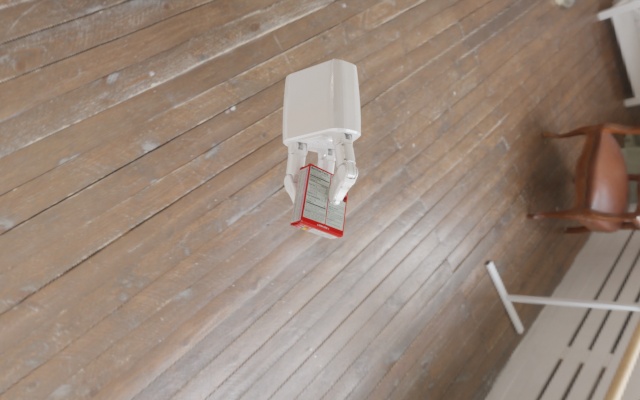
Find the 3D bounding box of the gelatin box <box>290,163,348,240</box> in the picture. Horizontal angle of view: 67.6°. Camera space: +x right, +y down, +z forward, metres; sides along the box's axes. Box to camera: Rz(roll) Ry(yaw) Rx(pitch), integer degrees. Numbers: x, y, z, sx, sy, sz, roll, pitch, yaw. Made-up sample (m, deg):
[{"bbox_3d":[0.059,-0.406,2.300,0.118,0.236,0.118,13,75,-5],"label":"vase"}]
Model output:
[{"bbox_3d":[0.000,0.002,0.670,0.073,0.089,0.030,22,-26,-32],"label":"gelatin box"}]
